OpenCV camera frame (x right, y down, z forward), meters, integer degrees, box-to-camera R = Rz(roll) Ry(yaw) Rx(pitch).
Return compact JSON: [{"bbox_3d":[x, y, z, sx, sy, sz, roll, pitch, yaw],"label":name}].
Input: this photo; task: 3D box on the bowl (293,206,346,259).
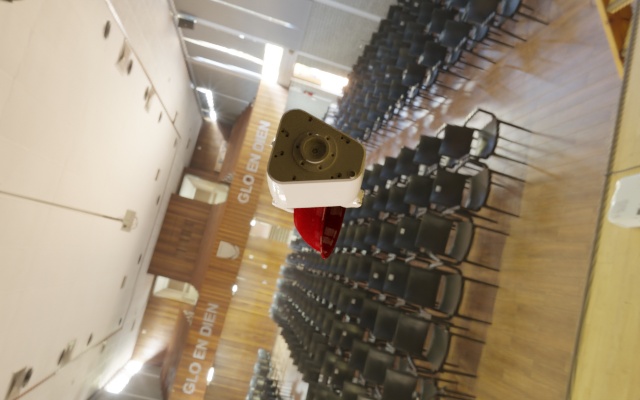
[{"bbox_3d":[0.000,0.003,0.713,0.055,0.162,0.162,11,2,13],"label":"bowl"}]
